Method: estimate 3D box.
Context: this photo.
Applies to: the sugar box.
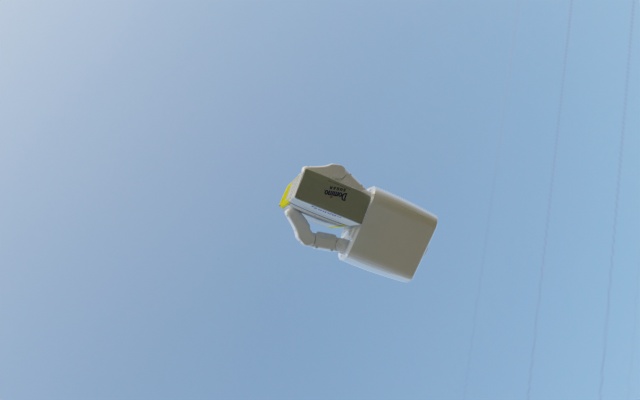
[{"bbox_3d":[0.000,0.002,0.663,0.093,0.048,0.176,22,-11,-9],"label":"sugar box"}]
